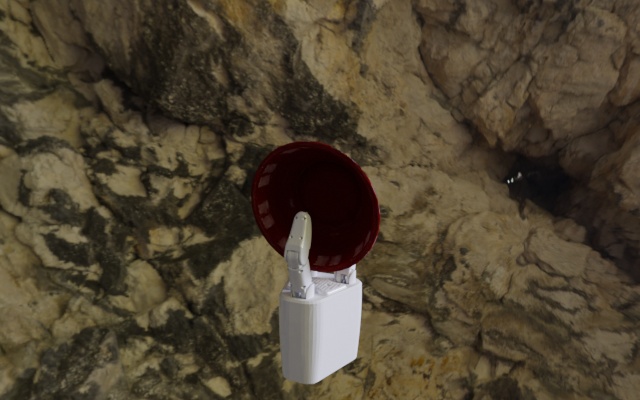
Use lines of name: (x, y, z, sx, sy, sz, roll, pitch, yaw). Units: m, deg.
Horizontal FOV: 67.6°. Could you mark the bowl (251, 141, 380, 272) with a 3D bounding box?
bowl: (0.000, 0.001, 0.568, 0.162, 0.162, 0.055, 0, 21, 25)
